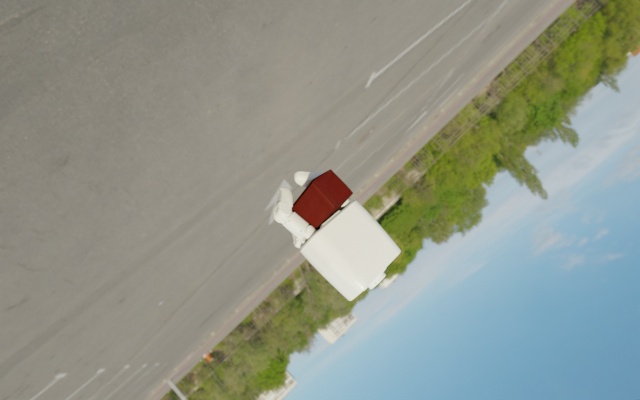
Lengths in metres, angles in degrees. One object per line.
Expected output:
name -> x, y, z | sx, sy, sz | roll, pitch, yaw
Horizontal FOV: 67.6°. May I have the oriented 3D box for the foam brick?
foam brick -> 0.000, 0.002, 0.705 | 0.053, 0.051, 0.078 | -35, -12, -48
